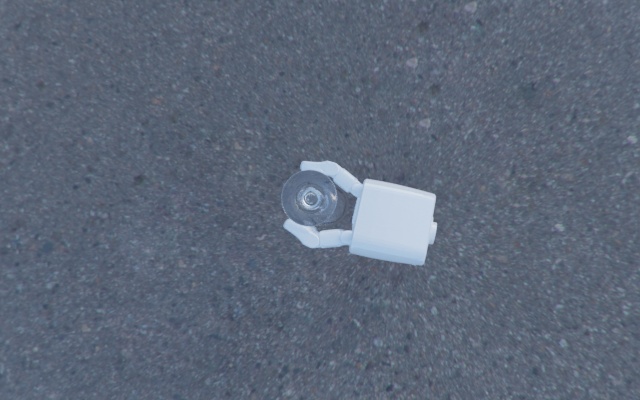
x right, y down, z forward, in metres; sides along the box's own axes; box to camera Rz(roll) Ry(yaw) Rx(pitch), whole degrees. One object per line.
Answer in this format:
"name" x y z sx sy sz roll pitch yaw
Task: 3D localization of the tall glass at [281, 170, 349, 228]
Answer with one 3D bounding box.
"tall glass" 0.000 0.002 0.718 0.079 0.079 0.201 0 -3 8
